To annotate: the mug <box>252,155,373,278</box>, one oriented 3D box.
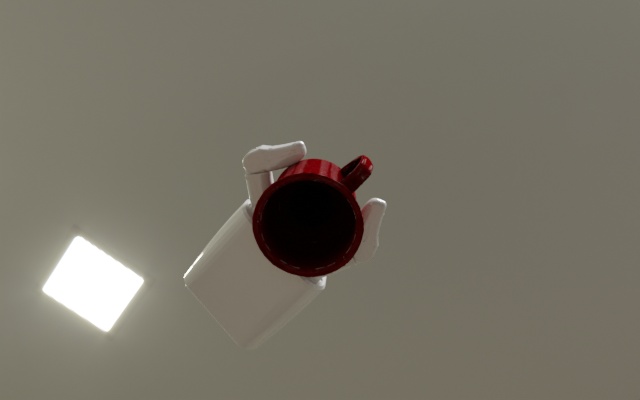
[{"bbox_3d":[0.001,0.000,0.429,0.093,0.117,0.081,43,16,-10],"label":"mug"}]
